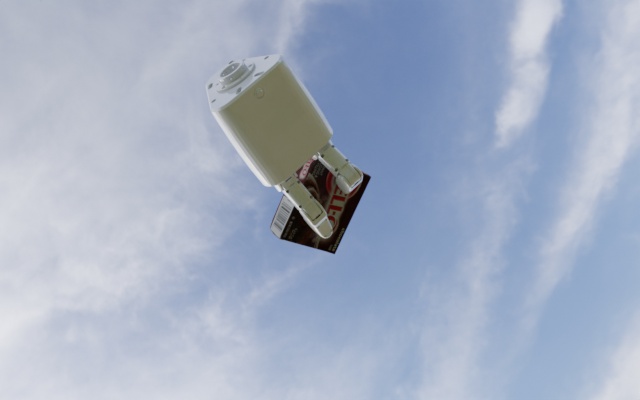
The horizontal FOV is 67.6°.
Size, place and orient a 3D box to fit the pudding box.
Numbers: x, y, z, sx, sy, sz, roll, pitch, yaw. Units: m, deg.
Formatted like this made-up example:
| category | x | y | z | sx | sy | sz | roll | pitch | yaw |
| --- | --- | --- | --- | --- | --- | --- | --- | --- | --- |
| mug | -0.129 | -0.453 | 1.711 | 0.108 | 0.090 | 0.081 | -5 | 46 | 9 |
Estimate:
| category | x | y | z | sx | sy | sz | roll | pitch | yaw |
| --- | --- | --- | --- | --- | --- | --- | --- | --- | --- |
| pudding box | 0.000 | 0.002 | 0.588 | 0.090 | 0.113 | 0.039 | 20 | 10 | -36 |
